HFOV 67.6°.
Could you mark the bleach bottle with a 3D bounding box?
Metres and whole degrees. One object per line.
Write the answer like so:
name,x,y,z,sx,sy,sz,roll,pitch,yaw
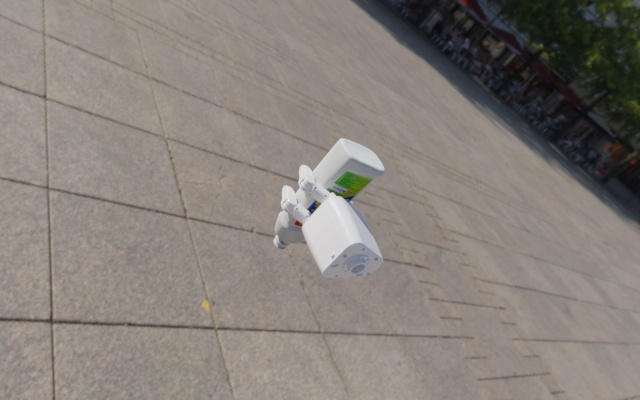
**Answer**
bleach bottle,0.000,0.003,0.888,0.102,0.068,0.251,17,-55,-40
